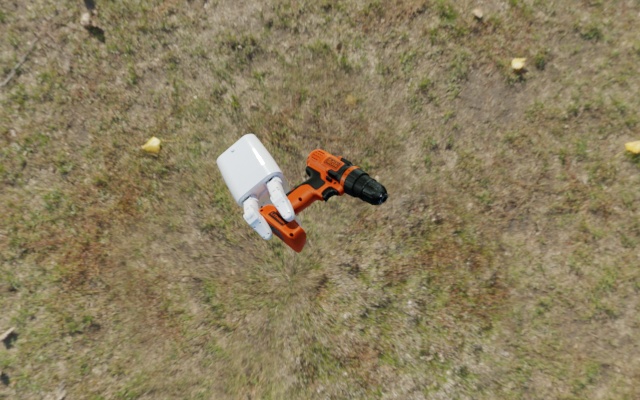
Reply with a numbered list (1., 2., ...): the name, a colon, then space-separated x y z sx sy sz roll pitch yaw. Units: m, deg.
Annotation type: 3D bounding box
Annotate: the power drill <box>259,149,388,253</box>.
1. power drill: 0.000 0.003 0.840 0.187 0.057 0.184 -42 49 -18
